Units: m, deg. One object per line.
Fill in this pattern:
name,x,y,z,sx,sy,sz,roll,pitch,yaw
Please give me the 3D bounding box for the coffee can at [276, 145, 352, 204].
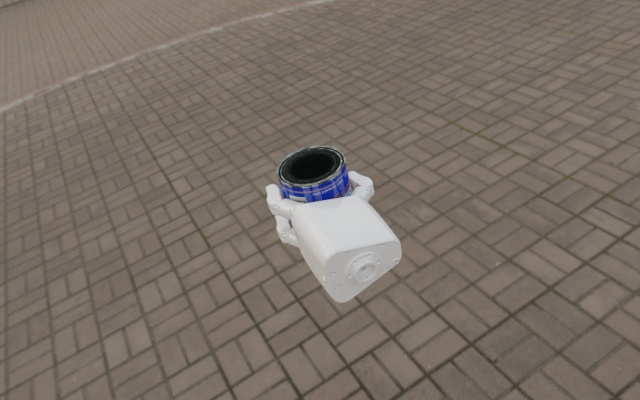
coffee can,0.000,0.002,0.724,0.103,0.140,0.102,-9,37,7
